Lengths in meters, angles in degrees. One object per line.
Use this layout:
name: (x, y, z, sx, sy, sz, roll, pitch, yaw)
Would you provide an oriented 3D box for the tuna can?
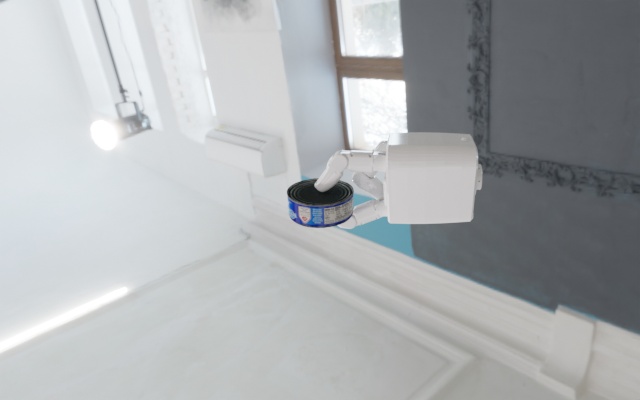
tuna can: (0.000, 0.003, 0.615, 0.086, 0.034, 0.086, -2, 25, 1)
